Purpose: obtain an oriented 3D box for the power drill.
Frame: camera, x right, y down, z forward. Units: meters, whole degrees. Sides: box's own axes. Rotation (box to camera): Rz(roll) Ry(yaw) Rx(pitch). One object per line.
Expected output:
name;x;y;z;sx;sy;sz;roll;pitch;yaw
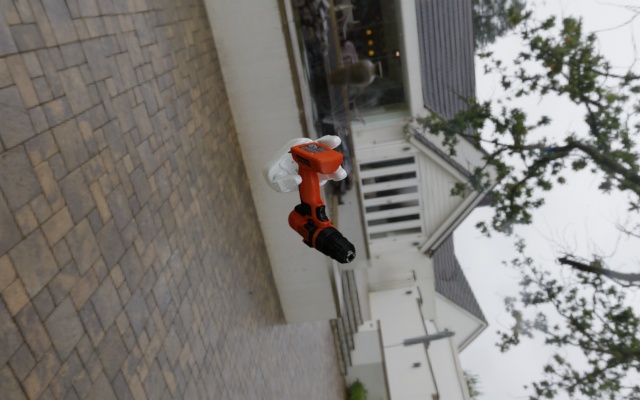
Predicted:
power drill;0.000;0.002;0.842;0.057;0.188;0.184;-16;29;-32
